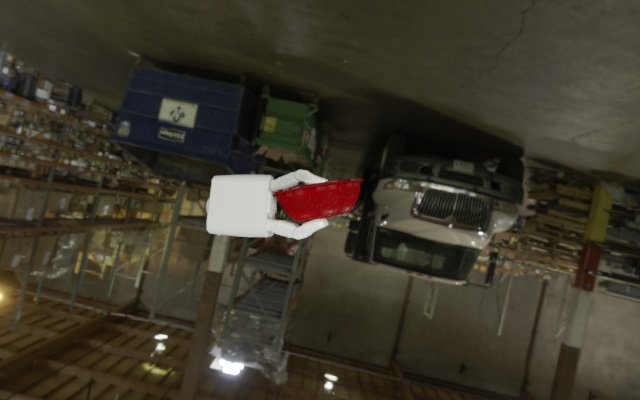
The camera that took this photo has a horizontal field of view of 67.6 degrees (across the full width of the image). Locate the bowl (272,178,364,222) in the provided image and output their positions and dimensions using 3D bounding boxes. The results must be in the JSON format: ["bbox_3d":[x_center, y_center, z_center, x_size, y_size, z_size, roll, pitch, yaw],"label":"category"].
[{"bbox_3d":[0.001,0.003,0.830,0.162,0.055,0.162,-10,-3,-1],"label":"bowl"}]
